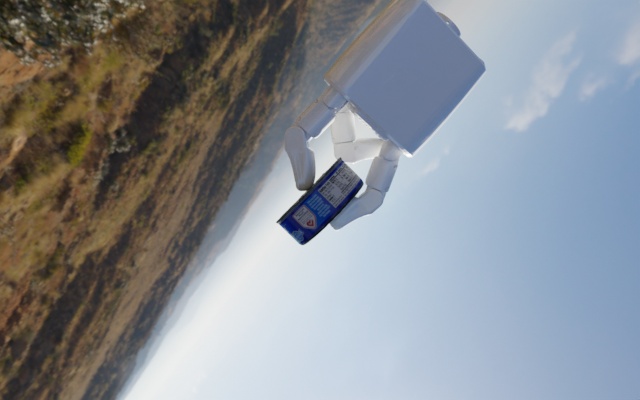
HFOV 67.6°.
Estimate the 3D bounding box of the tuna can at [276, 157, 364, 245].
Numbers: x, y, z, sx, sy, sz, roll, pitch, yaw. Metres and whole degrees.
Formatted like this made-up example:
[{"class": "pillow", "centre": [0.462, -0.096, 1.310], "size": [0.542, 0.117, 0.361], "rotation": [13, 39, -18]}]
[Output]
[{"class": "tuna can", "centre": [0.000, 0.002, 0.446], "size": [0.034, 0.086, 0.086], "rotation": [45, 3, -3]}]
